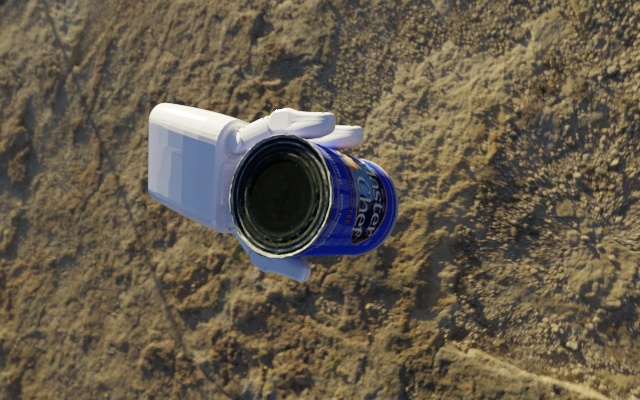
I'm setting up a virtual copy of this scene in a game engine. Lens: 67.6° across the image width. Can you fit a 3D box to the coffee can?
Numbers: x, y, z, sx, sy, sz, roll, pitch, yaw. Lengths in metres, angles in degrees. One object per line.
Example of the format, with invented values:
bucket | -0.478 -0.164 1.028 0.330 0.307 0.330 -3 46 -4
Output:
coffee can | 0.000 0.002 0.446 0.103 0.103 0.140 0 -4 30
